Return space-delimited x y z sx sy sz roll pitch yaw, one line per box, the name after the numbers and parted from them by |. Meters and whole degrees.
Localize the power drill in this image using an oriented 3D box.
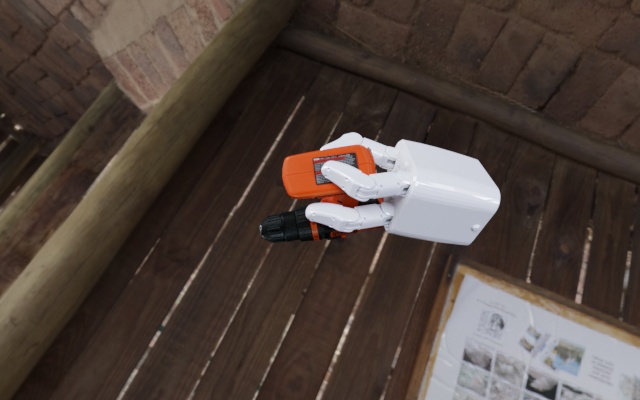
0.000 0.002 0.617 0.184 0.057 0.188 -11 -21 0 | power drill
